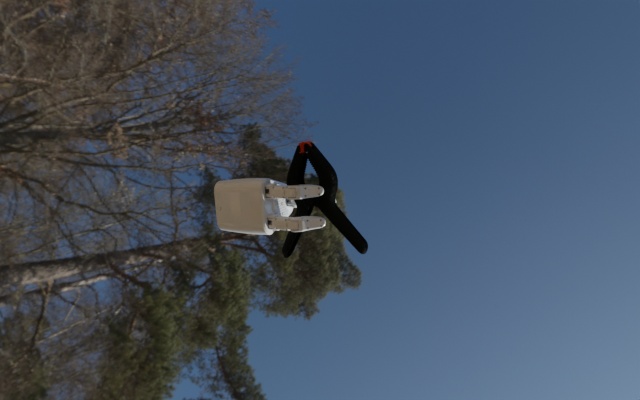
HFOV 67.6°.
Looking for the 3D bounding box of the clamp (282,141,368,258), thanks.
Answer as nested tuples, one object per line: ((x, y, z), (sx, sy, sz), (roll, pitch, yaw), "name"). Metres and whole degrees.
((0.000, 0.002, 0.824), (0.164, 0.210, 0.036), (1, 11, 25), "clamp")
